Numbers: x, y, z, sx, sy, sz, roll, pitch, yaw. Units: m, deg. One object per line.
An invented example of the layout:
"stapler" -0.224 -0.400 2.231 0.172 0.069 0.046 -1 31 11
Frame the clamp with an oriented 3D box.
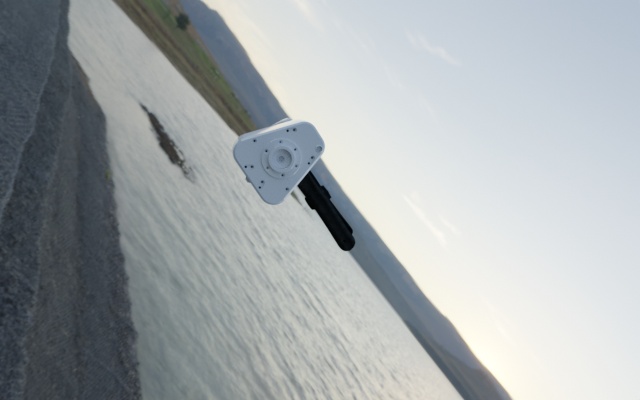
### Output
"clamp" 0.001 0.002 0.708 0.039 0.171 0.120 -38 11 -1
